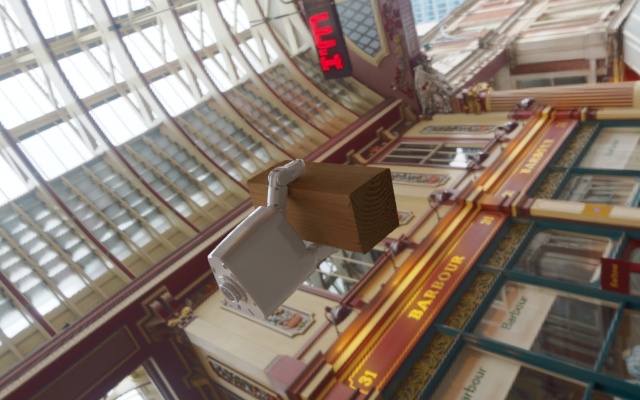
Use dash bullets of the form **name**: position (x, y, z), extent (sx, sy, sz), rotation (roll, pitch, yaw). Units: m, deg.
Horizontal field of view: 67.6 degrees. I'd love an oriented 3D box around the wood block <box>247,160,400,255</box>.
- **wood block**: position (0.000, 0.002, 0.695), extent (0.206, 0.091, 0.090), rotation (9, 31, 43)
